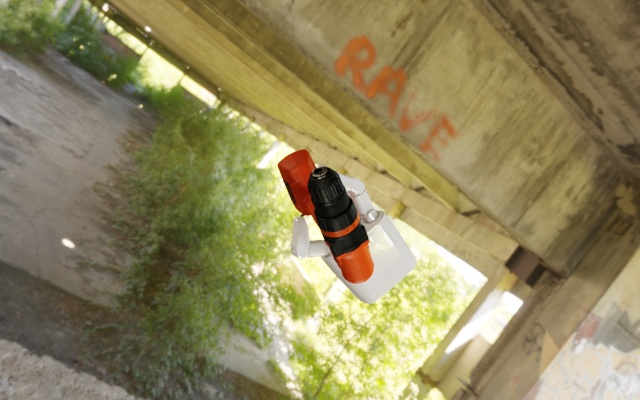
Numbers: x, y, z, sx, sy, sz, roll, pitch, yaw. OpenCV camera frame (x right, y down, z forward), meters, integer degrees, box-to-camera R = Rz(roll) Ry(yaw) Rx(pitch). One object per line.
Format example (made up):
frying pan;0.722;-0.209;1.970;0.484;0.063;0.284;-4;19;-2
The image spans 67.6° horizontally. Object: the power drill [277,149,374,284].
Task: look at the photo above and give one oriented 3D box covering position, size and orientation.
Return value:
power drill;0.000;0.002;0.649;0.057;0.185;0.187;-26;37;-7
